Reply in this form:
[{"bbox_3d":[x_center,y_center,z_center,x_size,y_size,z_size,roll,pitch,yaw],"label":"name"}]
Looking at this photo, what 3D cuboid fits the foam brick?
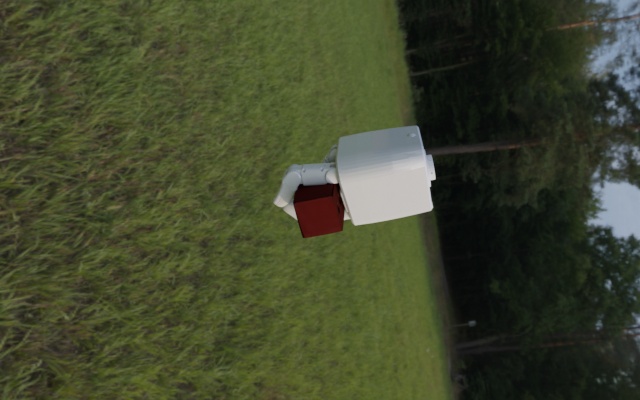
[{"bbox_3d":[0.000,0.002,0.604,0.051,0.053,0.078,-9,29,11],"label":"foam brick"}]
